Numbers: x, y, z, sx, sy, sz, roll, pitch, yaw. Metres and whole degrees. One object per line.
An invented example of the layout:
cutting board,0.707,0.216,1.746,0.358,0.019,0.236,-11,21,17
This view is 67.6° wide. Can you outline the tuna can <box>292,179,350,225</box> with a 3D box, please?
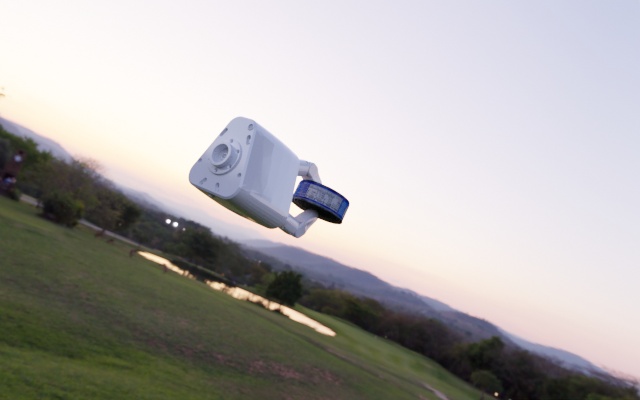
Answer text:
tuna can,0.000,0.002,0.717,0.086,0.033,0.086,24,-13,6
